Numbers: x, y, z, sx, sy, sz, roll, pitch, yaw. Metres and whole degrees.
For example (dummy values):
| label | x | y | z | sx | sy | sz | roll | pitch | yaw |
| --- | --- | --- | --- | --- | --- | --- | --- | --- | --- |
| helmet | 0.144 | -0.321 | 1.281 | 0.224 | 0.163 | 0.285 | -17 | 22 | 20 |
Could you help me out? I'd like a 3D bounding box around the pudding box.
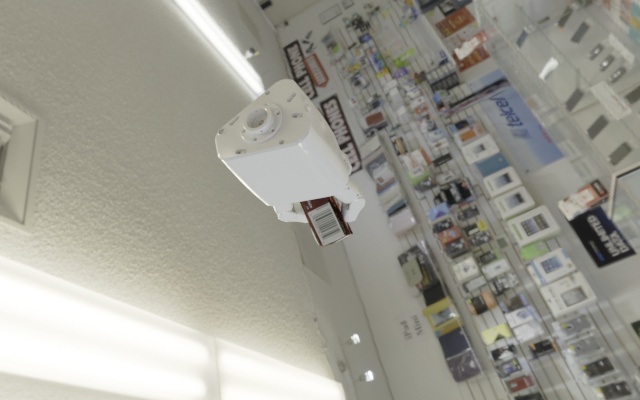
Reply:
| label | x | y | z | sx | sy | sz | roll | pitch | yaw |
| --- | --- | --- | --- | --- | --- | --- | --- | --- | --- |
| pudding box | 0.000 | 0.002 | 0.625 | 0.039 | 0.113 | 0.090 | -24 | -5 | 9 |
